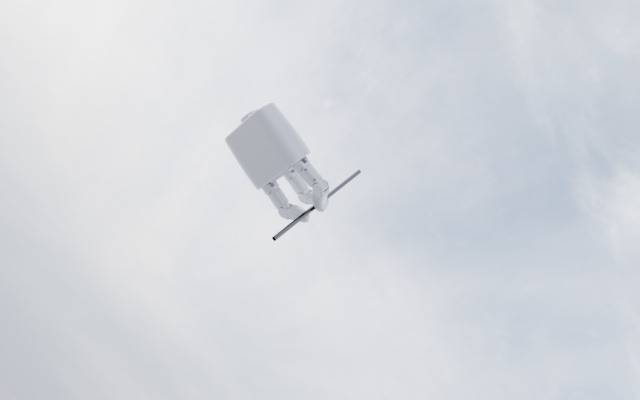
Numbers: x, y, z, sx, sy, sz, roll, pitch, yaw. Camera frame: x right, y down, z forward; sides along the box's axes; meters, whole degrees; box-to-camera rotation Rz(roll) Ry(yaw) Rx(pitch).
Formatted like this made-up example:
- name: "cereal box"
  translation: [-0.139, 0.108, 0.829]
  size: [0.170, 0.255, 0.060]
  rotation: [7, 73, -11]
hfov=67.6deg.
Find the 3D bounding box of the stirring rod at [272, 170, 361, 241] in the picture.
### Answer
- name: "stirring rod"
  translation: [0.000, 0.003, 0.823]
  size: [0.011, 0.011, 0.239]
  rotation: [0, 29, 44]
